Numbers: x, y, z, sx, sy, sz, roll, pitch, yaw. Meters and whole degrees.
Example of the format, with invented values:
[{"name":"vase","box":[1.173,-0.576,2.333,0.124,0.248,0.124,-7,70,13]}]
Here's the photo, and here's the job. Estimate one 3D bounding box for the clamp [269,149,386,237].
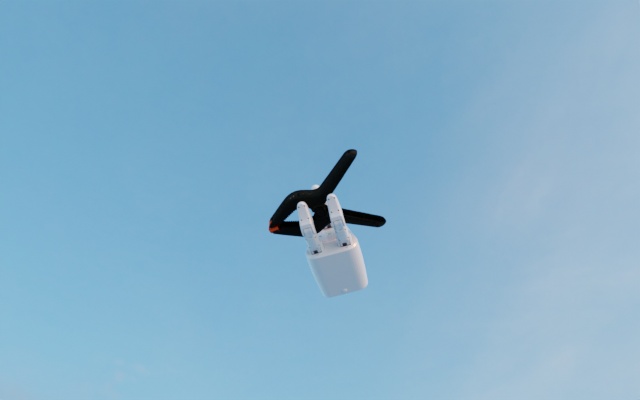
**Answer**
[{"name":"clamp","box":[0.000,0.003,0.859,0.210,0.165,0.036,-15,28,5]}]
